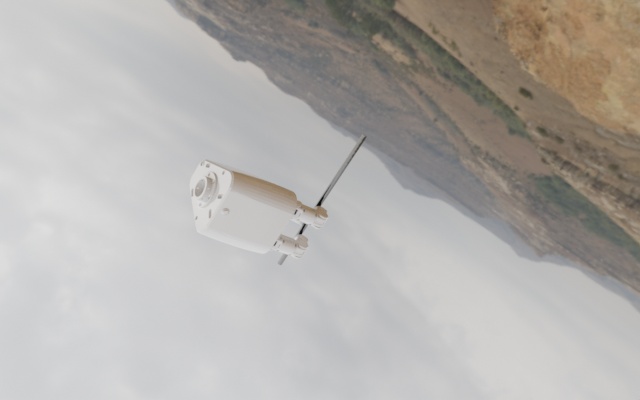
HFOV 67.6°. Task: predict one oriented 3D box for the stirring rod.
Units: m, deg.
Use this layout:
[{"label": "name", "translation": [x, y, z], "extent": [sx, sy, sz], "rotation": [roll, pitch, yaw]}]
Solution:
[{"label": "stirring rod", "translation": [0.000, 0.002, 0.726], "extent": [0.011, 0.239, 0.011], "rotation": [32, 14, -8]}]
